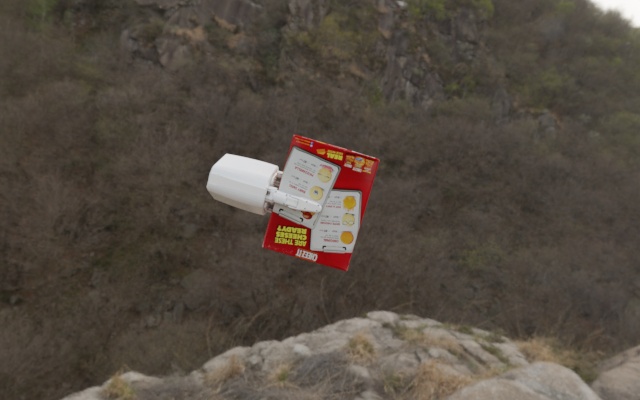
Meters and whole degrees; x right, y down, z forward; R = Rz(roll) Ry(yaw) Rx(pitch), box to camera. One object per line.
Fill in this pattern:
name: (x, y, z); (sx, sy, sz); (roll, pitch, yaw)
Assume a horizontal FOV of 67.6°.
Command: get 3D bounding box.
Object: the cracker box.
cracker box: (0.000, 0.003, 0.889); (0.164, 0.214, 0.072); (16, 5, 0)
